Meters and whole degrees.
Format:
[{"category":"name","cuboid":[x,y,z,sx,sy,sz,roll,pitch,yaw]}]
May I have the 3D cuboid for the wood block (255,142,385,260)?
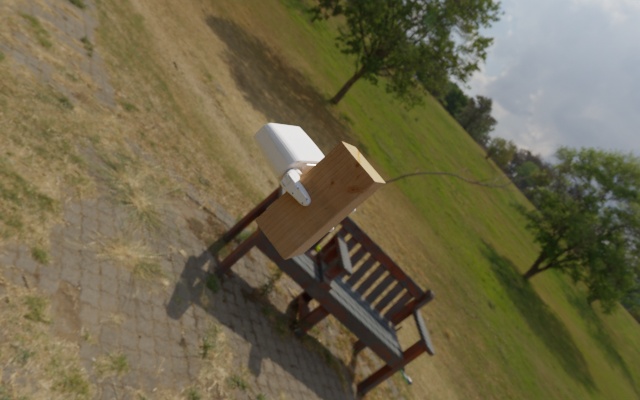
[{"category":"wood block","cuboid":[0.000,0.002,0.835,0.206,0.090,0.091,-42,-13,14]}]
